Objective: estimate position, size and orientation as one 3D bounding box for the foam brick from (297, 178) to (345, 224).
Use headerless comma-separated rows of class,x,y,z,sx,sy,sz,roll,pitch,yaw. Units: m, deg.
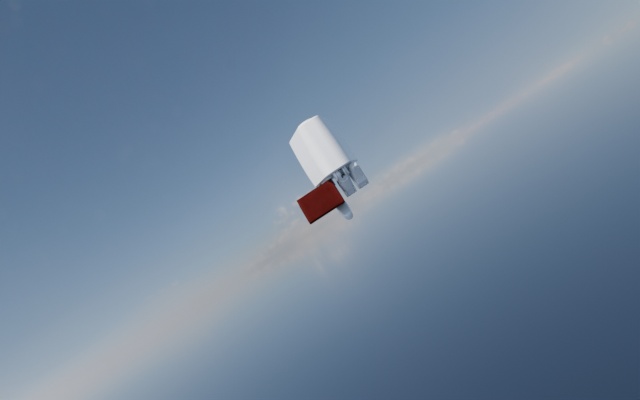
foam brick,0.000,0.003,0.895,0.078,0.051,0.053,-33,-2,-2
